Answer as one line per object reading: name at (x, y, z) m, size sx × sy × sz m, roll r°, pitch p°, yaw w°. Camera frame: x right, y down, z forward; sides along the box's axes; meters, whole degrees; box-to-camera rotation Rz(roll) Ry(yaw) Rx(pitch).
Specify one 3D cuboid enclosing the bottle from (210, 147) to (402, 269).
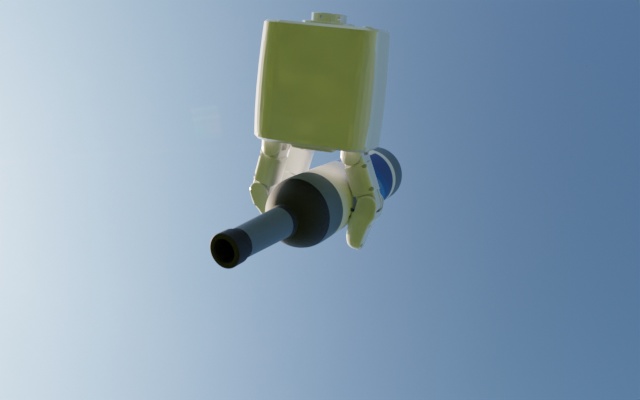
bottle at (0.000, 0.002, 0.467) m, size 0.069 × 0.069 × 0.295 m, roll 0°, pitch 14°, yaw 29°
